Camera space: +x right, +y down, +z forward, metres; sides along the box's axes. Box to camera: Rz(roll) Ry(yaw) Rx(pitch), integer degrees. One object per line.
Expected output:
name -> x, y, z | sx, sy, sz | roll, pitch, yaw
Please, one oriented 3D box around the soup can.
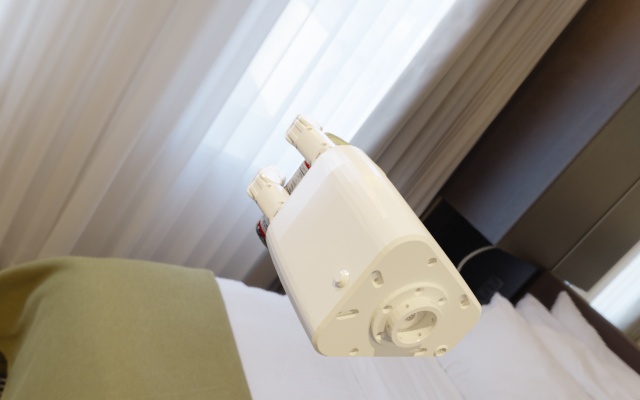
soup can -> 0.000, 0.001, 0.409 | 0.068, 0.102, 0.068 | 34, 16, -11
